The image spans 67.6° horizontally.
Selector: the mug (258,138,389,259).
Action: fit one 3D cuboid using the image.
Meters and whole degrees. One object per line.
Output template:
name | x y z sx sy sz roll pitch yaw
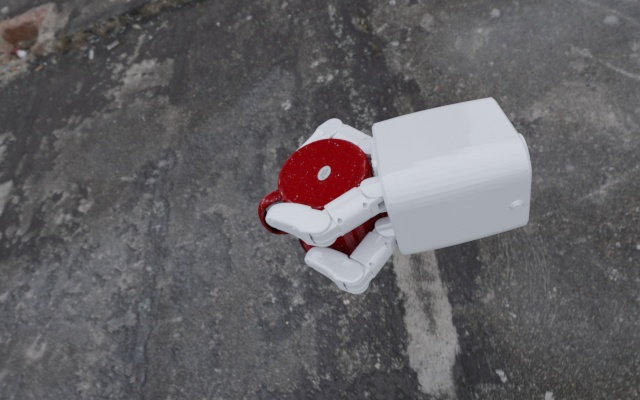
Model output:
mug | -0.001 0.002 0.432 0.117 0.093 0.082 -13 -40 11
